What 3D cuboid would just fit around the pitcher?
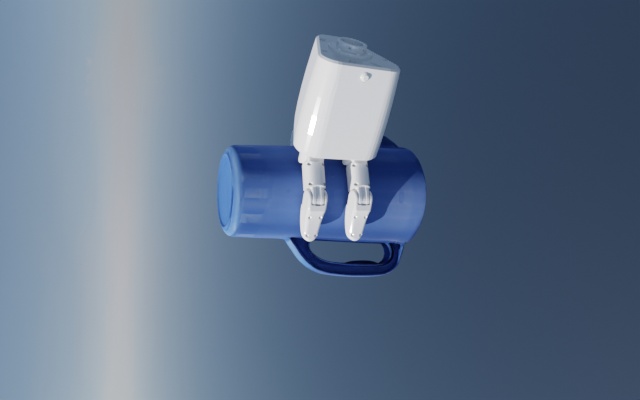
[{"bbox_3d":[0.000,0.002,0.600,0.243,0.145,0.149,1,35,-22],"label":"pitcher"}]
